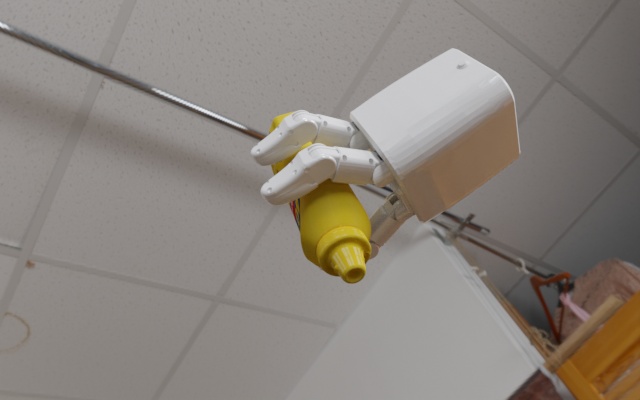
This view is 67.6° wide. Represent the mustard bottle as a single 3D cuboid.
[{"bbox_3d":[0.000,0.001,0.417,0.058,0.096,0.191,-15,36,-9],"label":"mustard bottle"}]
